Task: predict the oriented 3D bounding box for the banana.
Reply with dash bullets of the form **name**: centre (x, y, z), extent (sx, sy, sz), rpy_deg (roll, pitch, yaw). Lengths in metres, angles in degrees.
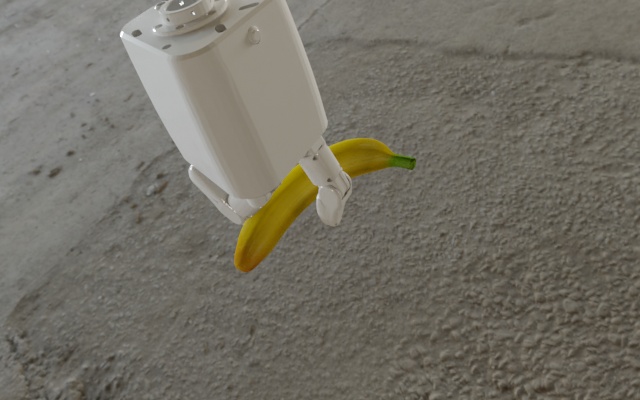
- **banana**: centre (-0.007, -0.009, 0.450), extent (0.198, 0.037, 0.069), rpy_deg (-33, 43, -14)
